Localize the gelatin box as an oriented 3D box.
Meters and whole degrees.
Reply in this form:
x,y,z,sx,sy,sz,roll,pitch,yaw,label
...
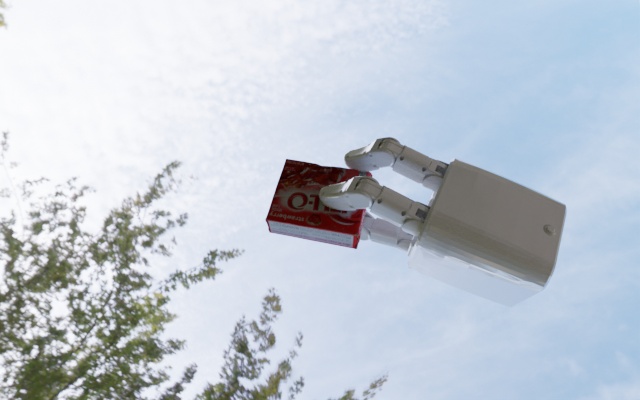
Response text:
x,y,z,sx,sy,sz,roll,pitch,yaw,label
0.000,0.002,0.461,0.089,0.073,0.030,10,-32,9,gelatin box
